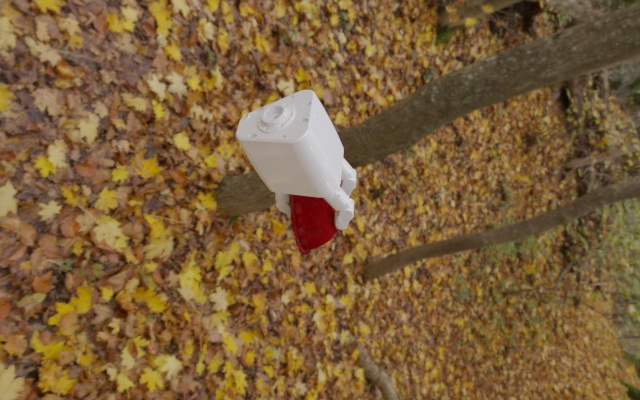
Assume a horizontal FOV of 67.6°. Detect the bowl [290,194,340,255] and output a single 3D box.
[{"bbox_3d":[0.001,0.003,0.736,0.055,0.162,0.162,-2,-1,12],"label":"bowl"}]
